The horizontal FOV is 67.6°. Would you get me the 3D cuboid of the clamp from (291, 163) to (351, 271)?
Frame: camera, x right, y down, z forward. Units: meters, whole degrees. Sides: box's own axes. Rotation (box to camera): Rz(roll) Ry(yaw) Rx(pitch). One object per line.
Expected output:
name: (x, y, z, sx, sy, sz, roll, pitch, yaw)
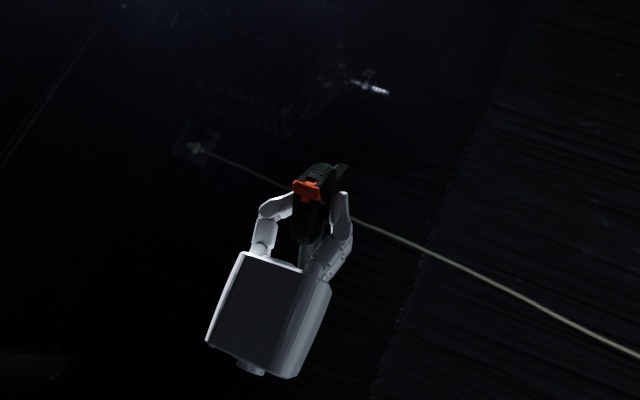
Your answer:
clamp: (-0.001, 0.002, 0.566, 0.036, 0.164, 0.210, 17, -16, 9)
